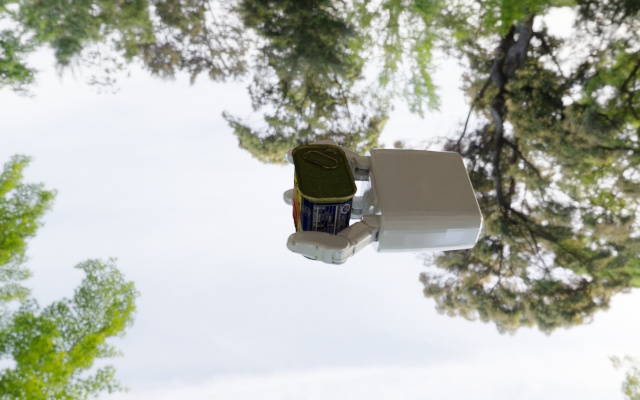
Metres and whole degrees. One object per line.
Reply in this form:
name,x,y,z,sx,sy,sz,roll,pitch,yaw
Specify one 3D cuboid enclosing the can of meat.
can of meat,0.000,0.002,0.504,0.057,0.084,0.102,-2,36,-9
